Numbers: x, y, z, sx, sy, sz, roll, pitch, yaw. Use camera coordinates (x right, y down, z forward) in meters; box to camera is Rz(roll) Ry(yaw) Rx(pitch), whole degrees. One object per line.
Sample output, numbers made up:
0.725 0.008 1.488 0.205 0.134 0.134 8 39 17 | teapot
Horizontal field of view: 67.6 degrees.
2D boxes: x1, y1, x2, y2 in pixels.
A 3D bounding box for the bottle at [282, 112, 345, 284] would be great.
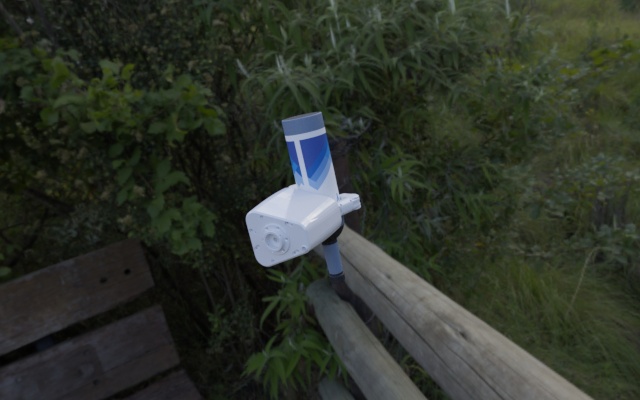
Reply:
0.000 0.002 0.810 0.069 0.296 0.069 -12 15 3 | bottle
